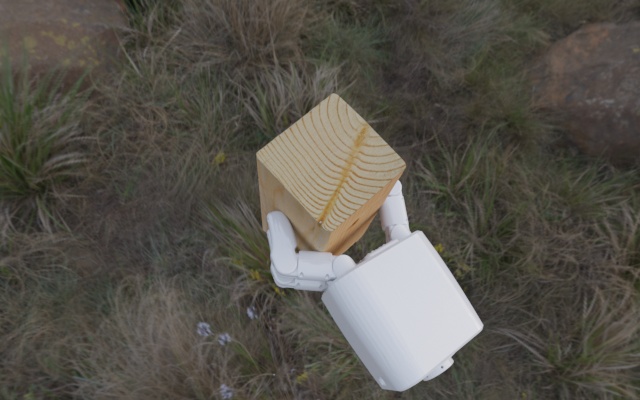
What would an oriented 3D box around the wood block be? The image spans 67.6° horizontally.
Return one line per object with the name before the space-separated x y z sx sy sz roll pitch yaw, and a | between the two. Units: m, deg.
wood block | 0.001 0.002 0.475 0.091 0.090 0.206 -40 -11 -17
